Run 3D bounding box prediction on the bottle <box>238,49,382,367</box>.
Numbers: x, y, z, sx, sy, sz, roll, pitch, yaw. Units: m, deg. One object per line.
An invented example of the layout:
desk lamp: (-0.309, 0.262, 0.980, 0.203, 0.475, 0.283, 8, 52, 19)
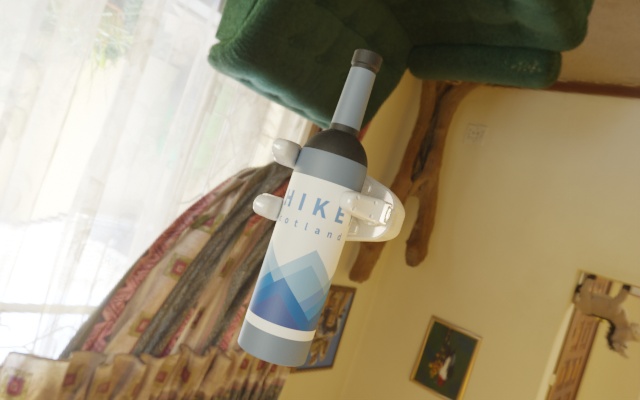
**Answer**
bottle: (0.000, 0.002, 0.450, 0.069, 0.295, 0.069, 18, -1, 0)
